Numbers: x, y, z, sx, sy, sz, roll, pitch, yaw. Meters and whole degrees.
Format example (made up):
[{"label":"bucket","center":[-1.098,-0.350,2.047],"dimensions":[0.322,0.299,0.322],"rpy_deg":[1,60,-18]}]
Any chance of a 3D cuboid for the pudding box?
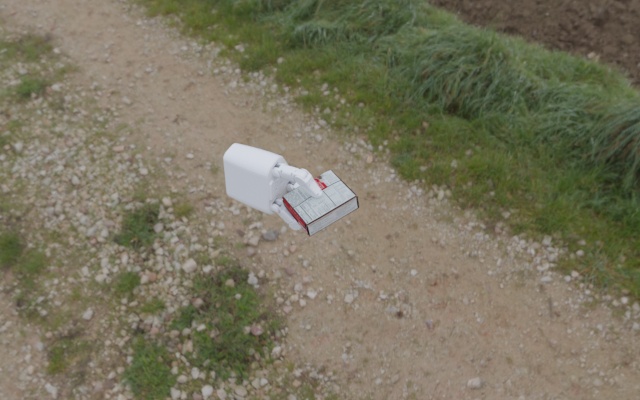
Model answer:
[{"label":"pudding box","center":[0.000,0.003,0.874],"dimensions":[0.113,0.039,0.090],"rpy_deg":[-31,52,-14]}]
